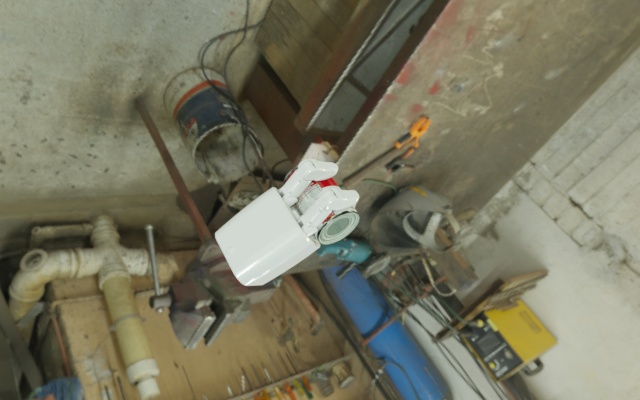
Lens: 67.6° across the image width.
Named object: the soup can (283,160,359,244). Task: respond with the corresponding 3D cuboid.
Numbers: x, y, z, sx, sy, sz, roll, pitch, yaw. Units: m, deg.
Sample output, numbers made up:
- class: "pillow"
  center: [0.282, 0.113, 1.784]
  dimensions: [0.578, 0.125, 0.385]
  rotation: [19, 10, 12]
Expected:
- class: "soup can"
  center: [0.001, 0.002, 0.668]
  dimensions: [0.068, 0.102, 0.069]
  rotation: [-25, -31, -16]
